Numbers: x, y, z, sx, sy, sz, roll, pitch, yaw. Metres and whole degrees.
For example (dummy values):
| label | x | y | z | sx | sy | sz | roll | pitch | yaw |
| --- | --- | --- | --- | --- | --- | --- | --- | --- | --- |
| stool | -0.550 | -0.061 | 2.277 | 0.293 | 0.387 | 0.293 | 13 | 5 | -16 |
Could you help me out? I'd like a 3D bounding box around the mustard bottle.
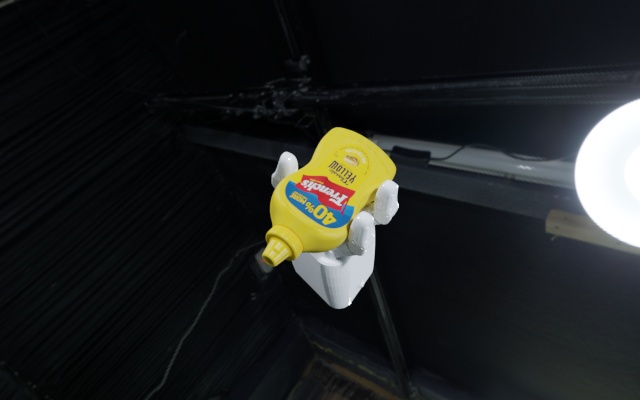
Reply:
| label | x | y | z | sx | sy | sz | roll | pitch | yaw |
| --- | --- | --- | --- | --- | --- | --- | --- | --- | --- |
| mustard bottle | 0.000 | 0.001 | 0.537 | 0.096 | 0.191 | 0.058 | 37 | -33 | 7 |
